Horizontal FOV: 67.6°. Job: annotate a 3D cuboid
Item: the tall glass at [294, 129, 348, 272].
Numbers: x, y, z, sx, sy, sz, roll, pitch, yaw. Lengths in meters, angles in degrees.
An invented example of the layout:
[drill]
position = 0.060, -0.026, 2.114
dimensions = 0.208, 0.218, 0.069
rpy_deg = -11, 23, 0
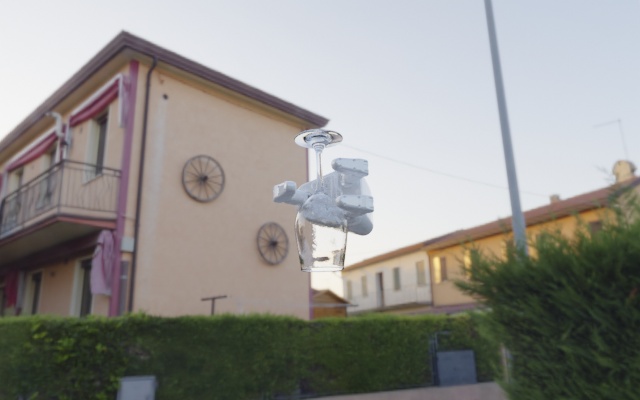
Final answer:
[tall glass]
position = 0.000, 0.002, 0.703
dimensions = 0.079, 0.201, 0.079
rpy_deg = -1, -15, 0
